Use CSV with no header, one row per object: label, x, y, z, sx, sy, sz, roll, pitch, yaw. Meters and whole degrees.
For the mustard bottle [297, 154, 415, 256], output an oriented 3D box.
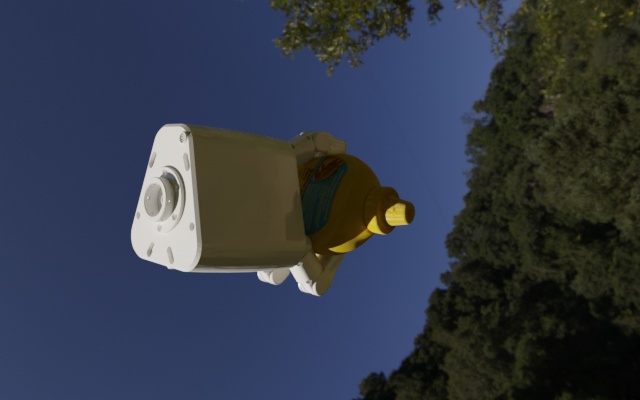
mustard bottle,0.000,0.002,0.451,0.191,0.096,0.058,7,-23,40
